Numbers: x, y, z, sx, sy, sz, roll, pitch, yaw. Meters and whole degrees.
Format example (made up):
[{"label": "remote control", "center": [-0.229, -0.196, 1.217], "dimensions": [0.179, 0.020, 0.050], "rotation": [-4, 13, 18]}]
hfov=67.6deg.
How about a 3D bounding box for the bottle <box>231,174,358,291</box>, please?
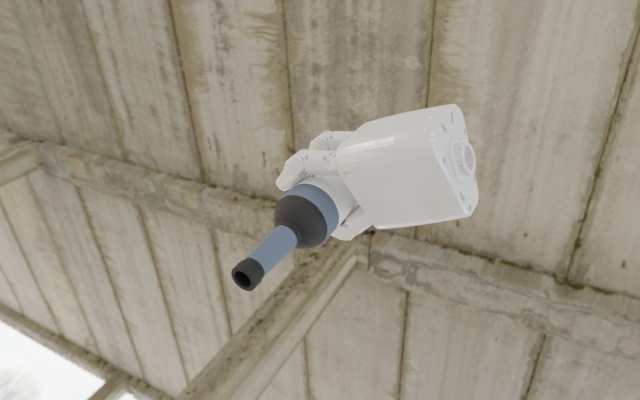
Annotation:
[{"label": "bottle", "center": [0.000, 0.002, 0.544], "dimensions": [0.069, 0.069, 0.295], "rotation": [0, 29, 34]}]
